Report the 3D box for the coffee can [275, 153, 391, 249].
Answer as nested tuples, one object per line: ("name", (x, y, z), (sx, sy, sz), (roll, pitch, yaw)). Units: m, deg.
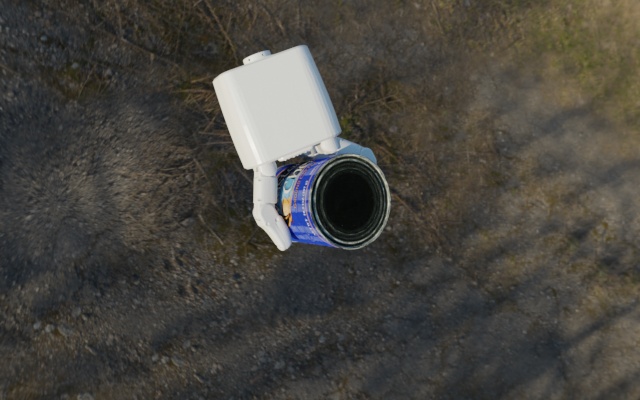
("coffee can", (0.000, 0.002, 0.565), (0.103, 0.103, 0.140), (0, -1, -29))
